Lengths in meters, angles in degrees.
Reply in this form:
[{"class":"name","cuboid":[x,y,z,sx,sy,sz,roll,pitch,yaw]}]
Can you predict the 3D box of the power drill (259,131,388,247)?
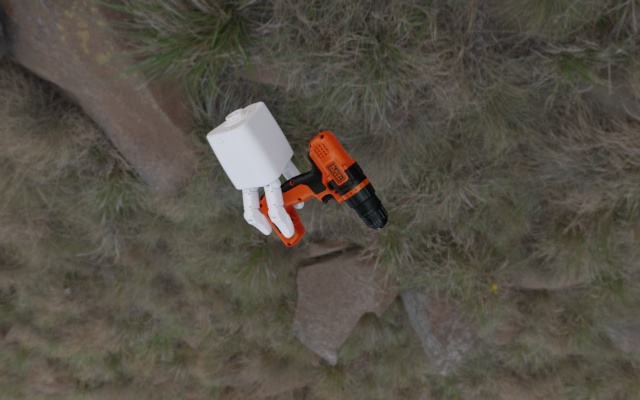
[{"class":"power drill","cuboid":[0.000,0.003,0.810,0.188,0.184,0.057,-34,2,27]}]
